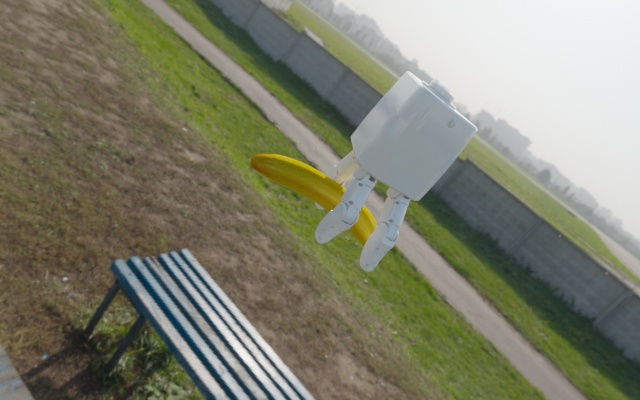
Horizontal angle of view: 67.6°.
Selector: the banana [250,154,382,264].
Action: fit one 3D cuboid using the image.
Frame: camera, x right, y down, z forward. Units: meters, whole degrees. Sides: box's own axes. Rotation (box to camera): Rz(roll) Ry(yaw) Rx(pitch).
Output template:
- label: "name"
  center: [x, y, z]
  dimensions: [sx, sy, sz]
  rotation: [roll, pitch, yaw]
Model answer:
- label: "banana"
  center: [0.005, -0.004, 0.582]
  dimensions: [0.198, 0.037, 0.069]
  rotation: [37, 22, -11]
